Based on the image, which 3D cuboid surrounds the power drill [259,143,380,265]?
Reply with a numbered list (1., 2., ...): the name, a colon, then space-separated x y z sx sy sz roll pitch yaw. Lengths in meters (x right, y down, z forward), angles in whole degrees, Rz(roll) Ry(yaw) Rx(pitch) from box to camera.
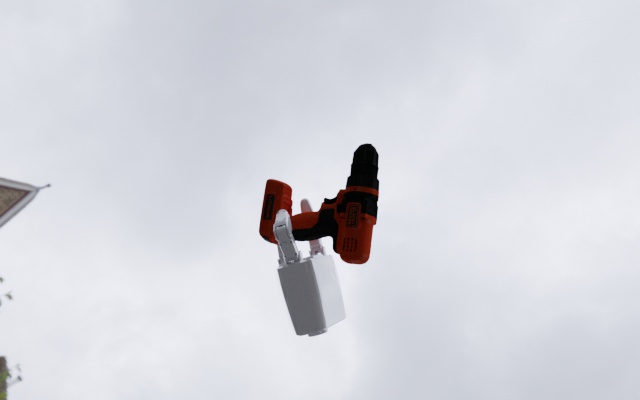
1. power drill: 0.000 0.003 0.741 0.187 0.184 0.057 0 -16 30
